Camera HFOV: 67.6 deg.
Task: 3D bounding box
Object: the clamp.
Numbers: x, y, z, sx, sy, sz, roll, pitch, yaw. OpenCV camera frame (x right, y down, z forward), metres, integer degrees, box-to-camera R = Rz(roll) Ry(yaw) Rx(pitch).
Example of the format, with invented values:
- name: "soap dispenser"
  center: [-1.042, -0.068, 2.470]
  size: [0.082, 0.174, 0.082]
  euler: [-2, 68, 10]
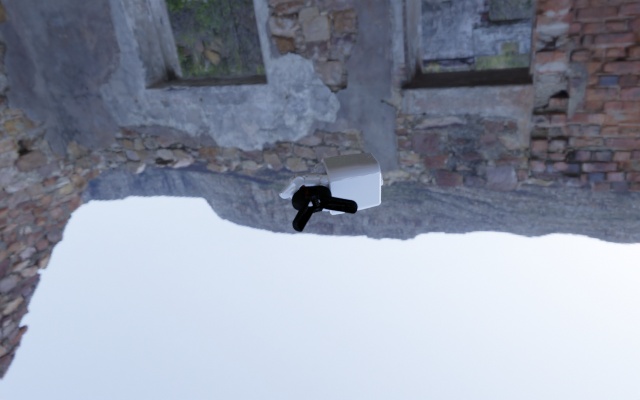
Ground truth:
- name: "clamp"
  center: [0.000, 0.003, 0.898]
  size: [0.120, 0.039, 0.171]
  euler: [-10, 25, -4]
